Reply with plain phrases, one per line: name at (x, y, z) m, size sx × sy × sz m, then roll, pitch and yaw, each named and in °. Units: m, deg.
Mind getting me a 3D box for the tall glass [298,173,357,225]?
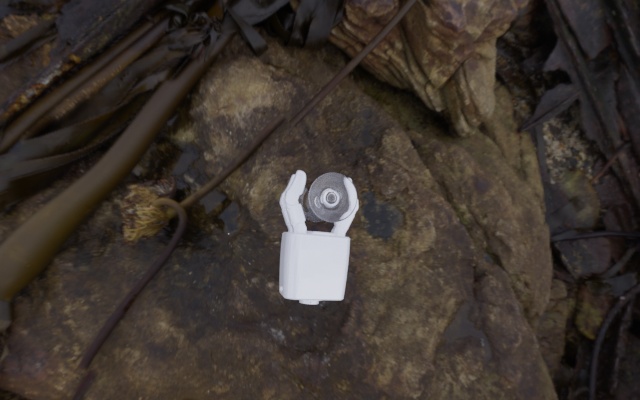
tall glass at (0.000, 0.002, 0.807) m, size 0.079 × 0.079 × 0.201 m, roll 0°, pitch -4°, yaw -11°
